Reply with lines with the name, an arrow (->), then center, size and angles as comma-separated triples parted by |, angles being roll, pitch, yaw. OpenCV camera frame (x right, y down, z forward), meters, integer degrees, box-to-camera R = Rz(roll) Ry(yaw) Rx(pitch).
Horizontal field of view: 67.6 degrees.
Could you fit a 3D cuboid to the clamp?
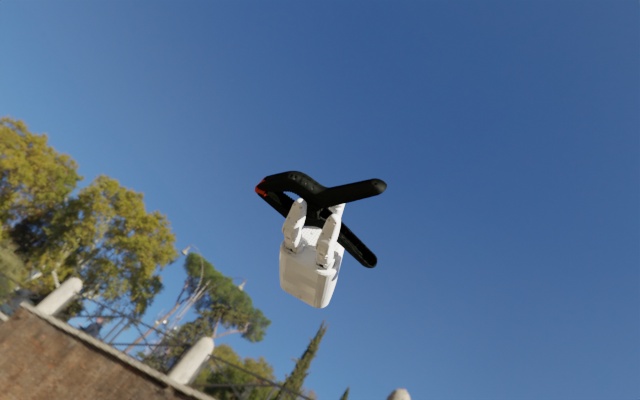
clamp -> 0.000, 0.002, 0.690 | 0.210, 0.165, 0.036 | 25, 47, 15
